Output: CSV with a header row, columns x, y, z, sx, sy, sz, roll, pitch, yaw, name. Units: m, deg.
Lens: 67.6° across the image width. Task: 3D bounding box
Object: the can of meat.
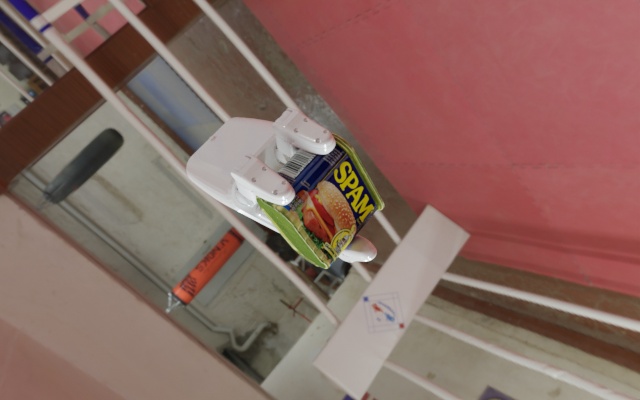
x,y,z,sx,sy,sz,roll,pitch,yaw,name
0.000,0.002,0.432,0.057,0.084,0.102,25,-23,45,can of meat
